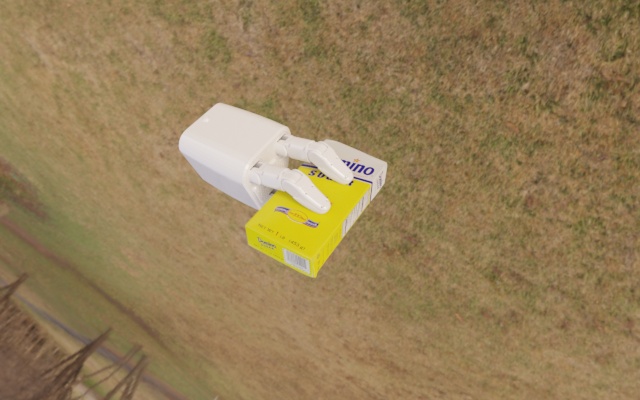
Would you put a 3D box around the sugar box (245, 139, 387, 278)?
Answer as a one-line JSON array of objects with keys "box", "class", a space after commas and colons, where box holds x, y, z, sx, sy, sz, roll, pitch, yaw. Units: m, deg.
[{"box": [0.000, 0.002, 0.577, 0.093, 0.176, 0.048, 25, -35, 20], "class": "sugar box"}]
